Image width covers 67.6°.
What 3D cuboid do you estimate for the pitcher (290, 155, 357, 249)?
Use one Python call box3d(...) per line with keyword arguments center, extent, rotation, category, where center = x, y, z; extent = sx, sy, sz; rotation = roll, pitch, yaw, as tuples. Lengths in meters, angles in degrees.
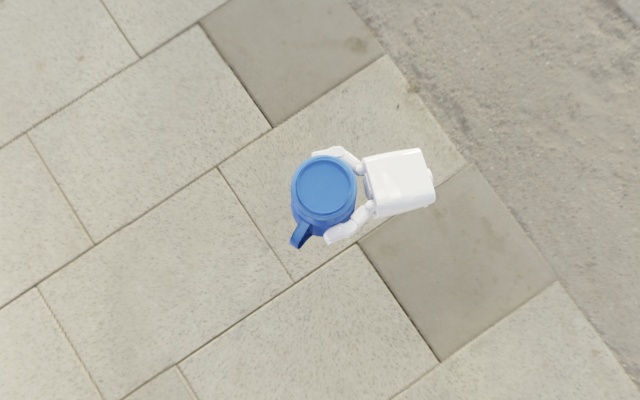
box3d(center=(0.000, 0.003, 0.874), extent=(0.145, 0.149, 0.243), rotation=(-11, -7, -1), category="pitcher")
